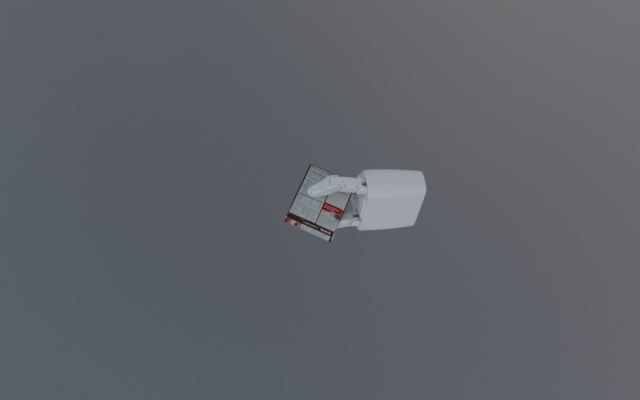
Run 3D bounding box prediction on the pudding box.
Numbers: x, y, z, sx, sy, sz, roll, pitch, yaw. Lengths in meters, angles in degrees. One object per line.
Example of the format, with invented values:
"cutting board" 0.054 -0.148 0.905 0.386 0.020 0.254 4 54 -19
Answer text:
"pudding box" 0.000 0.003 0.829 0.090 0.113 0.039 24 -31 1
